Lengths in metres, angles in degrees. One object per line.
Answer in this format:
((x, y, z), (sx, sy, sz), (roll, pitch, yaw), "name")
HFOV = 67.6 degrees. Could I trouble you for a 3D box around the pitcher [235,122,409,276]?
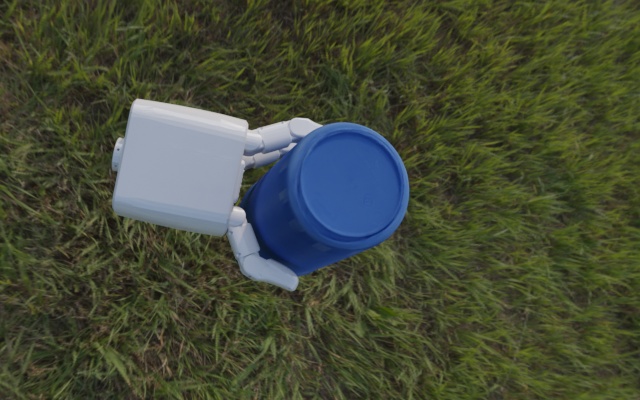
((0.000, 0.002, 0.497), (0.145, 0.149, 0.243), (11, -13, -15), "pitcher")
